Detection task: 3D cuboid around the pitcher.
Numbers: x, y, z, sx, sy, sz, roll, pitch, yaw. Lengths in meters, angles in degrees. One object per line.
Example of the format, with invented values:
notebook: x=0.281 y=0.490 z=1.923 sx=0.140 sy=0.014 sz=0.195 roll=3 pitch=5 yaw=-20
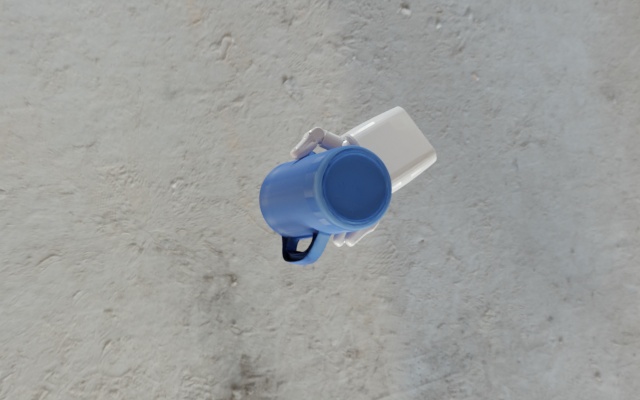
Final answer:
pitcher: x=0.000 y=0.002 z=0.696 sx=0.145 sy=0.149 sz=0.243 roll=-31 pitch=7 yaw=-19
